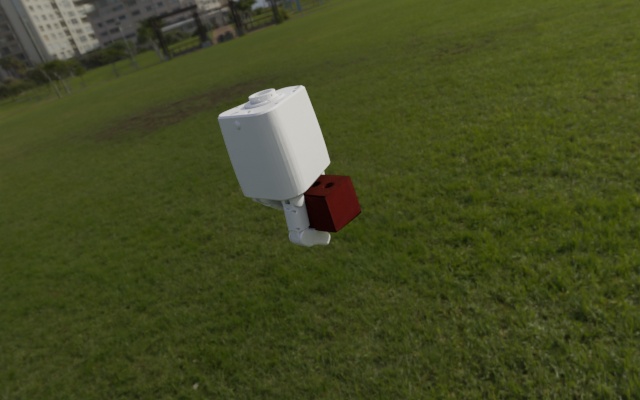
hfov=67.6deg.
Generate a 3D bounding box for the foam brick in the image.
[{"bbox_3d":[0.000,0.002,0.590,0.078,0.051,0.053,5,32,42],"label":"foam brick"}]
